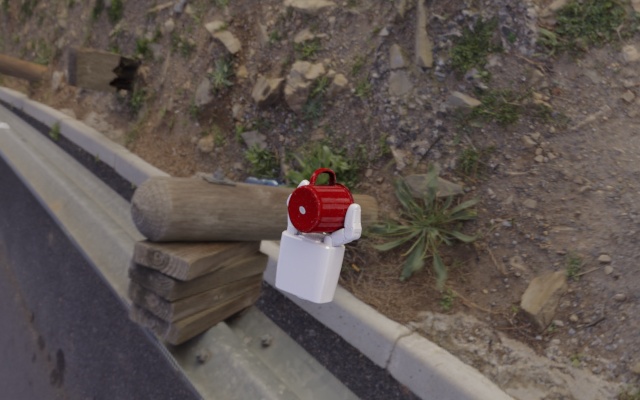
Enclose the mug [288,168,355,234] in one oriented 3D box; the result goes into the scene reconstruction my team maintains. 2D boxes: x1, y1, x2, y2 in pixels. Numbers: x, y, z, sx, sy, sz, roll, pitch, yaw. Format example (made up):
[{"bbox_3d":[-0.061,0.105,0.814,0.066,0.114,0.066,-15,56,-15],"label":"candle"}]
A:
[{"bbox_3d":[0.000,0.001,0.820,0.093,0.117,0.081,16,11,43],"label":"mug"}]
